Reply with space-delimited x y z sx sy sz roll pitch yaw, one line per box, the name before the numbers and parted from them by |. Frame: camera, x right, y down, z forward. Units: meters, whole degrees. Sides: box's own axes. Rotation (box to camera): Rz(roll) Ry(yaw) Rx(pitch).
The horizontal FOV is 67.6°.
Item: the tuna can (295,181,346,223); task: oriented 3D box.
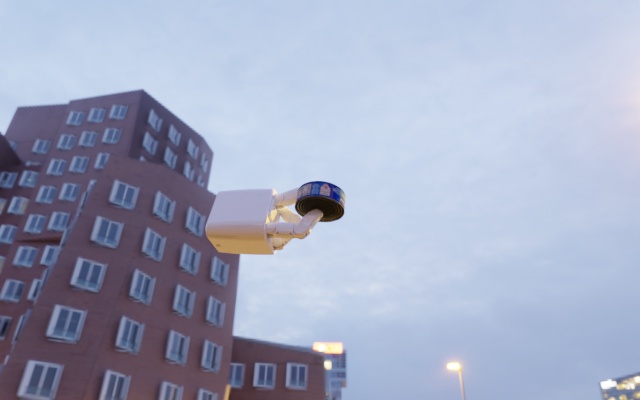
tuna can | 0.000 0.002 0.819 0.086 0.033 0.086 6 -31 3
